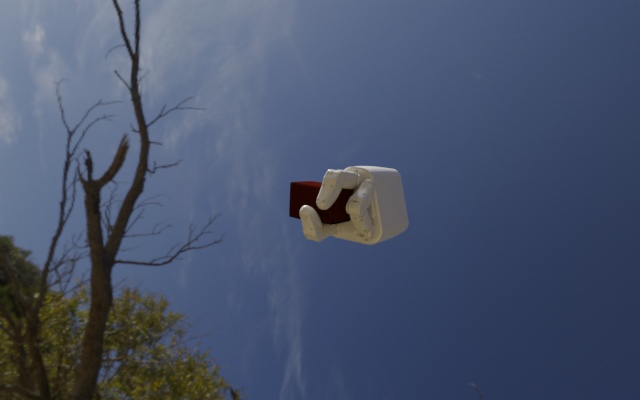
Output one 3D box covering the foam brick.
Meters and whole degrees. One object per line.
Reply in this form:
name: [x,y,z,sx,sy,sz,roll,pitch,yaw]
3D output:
foam brick: [0.000,0.002,0.697,0.078,0.053,0.051,10,11,33]
